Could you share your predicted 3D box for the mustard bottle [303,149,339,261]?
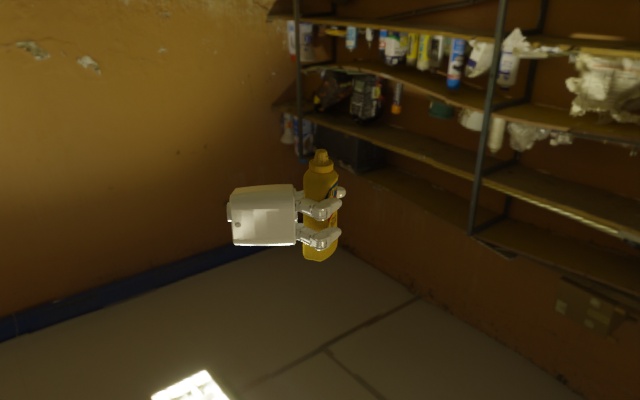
[{"bbox_3d":[0.000,0.003,0.835,0.058,0.192,0.096,9,28,18],"label":"mustard bottle"}]
